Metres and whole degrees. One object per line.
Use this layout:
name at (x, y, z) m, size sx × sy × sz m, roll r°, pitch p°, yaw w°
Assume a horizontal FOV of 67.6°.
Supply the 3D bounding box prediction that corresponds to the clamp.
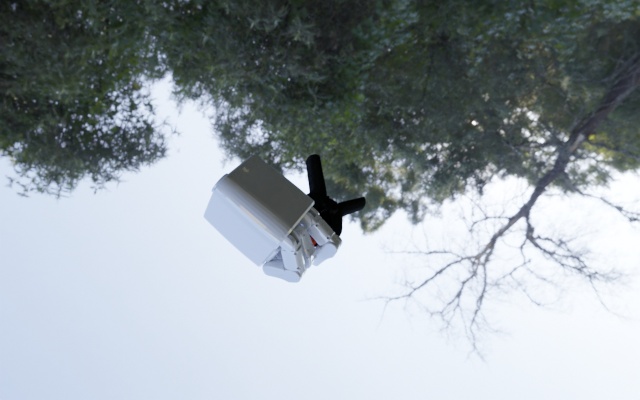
clamp at (0.000, 0.003, 0.710) m, size 0.039 × 0.120 × 0.171 m, roll -46°, pitch 3°, yaw 36°
